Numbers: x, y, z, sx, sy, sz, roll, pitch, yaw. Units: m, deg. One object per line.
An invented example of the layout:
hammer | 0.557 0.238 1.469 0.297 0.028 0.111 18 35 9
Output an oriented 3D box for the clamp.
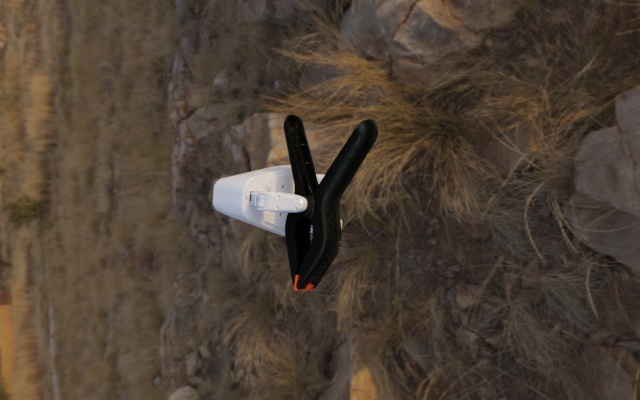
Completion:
clamp | -0.001 0.002 0.538 0.036 0.210 0.164 3 2 -34
